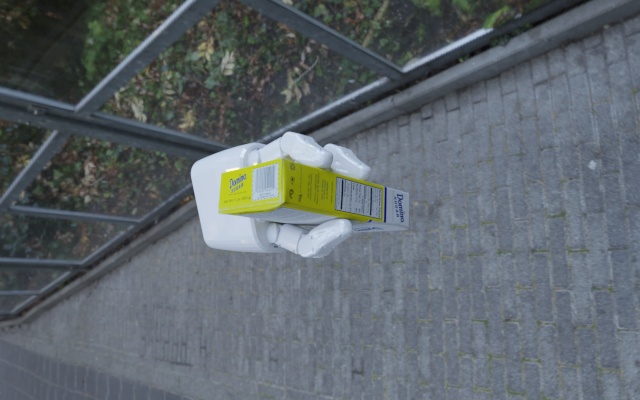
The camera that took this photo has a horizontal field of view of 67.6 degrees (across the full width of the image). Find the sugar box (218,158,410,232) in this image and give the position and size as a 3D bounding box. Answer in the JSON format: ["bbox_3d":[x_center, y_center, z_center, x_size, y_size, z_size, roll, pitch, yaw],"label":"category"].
[{"bbox_3d":[0.000,0.001,0.470,0.176,0.048,0.093,9,-11,-44],"label":"sugar box"}]
